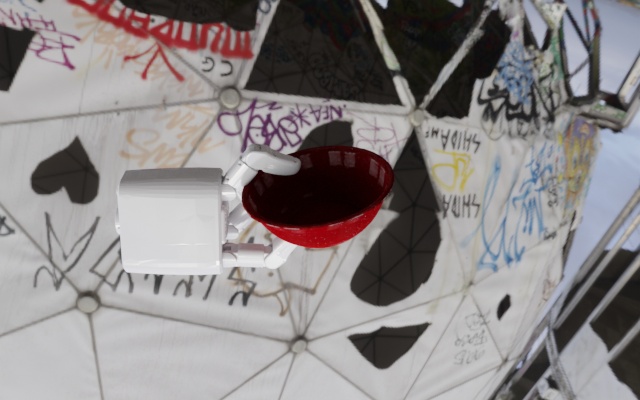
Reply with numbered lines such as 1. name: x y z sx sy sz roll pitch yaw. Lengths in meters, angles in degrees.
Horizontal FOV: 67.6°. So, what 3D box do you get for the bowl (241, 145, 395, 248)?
1. bowl: 0.001 0.002 0.513 0.162 0.055 0.162 -8 33 5
